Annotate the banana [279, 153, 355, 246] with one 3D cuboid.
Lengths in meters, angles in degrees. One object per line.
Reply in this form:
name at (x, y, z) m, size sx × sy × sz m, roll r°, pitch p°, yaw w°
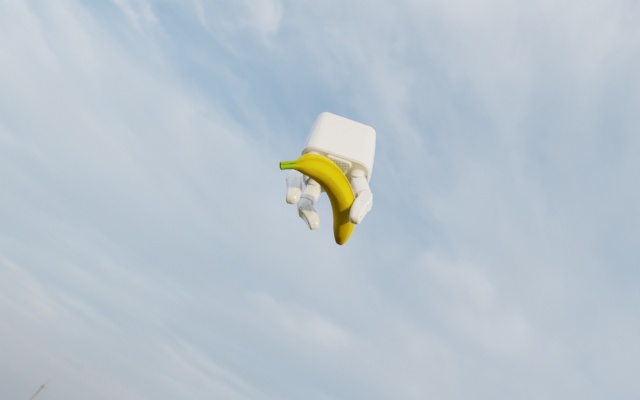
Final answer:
banana at (0.015, -0.007, 0.711) m, size 0.069 × 0.037 × 0.198 m, roll -22°, pitch -50°, yaw 15°
